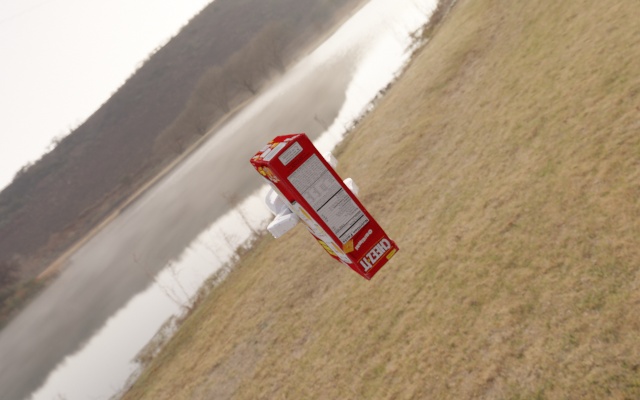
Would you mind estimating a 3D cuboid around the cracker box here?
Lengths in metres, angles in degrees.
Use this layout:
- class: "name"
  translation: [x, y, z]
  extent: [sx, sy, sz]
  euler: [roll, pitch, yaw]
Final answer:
- class: "cracker box"
  translation: [0.000, 0.002, 0.697]
  extent: [0.072, 0.214, 0.164]
  euler: [-43, 15, -9]
